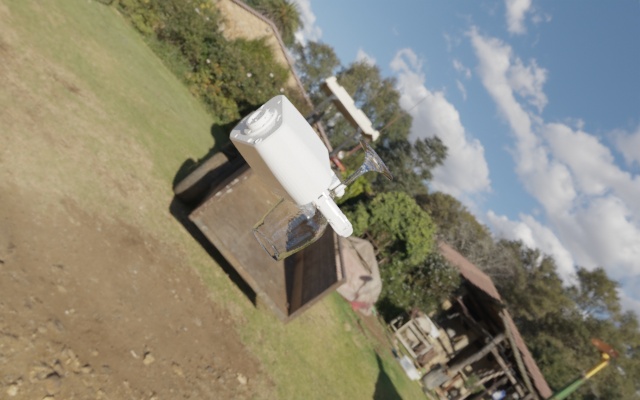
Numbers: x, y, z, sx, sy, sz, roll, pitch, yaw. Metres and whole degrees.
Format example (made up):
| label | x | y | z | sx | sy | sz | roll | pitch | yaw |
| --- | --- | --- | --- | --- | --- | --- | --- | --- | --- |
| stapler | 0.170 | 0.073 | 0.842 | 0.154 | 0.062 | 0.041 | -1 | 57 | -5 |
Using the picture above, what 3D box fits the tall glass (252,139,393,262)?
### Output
| label | x | y | z | sx | sy | sz | roll | pitch | yaw |
| --- | --- | --- | --- | --- | --- | --- | --- | --- | --- |
| tall glass | 0.001 | 0.002 | 0.678 | 0.201 | 0.079 | 0.079 | -38 | -1 | 1 |
